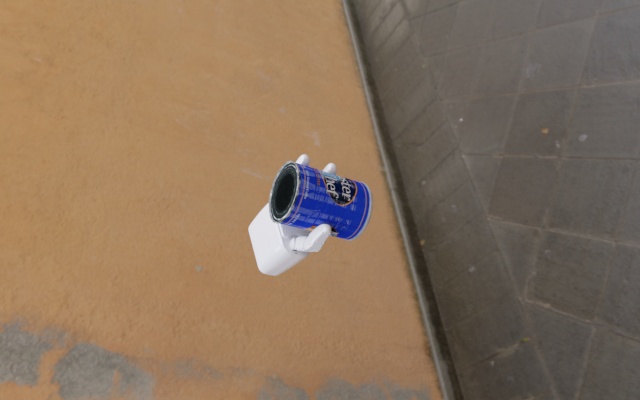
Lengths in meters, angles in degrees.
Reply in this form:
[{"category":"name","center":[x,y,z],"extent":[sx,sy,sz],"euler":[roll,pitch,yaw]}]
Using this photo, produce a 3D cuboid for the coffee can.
[{"category":"coffee can","center":[0.000,0.003,0.785],"extent":[0.140,0.103,0.103],"euler":[15,-7,-28]}]
